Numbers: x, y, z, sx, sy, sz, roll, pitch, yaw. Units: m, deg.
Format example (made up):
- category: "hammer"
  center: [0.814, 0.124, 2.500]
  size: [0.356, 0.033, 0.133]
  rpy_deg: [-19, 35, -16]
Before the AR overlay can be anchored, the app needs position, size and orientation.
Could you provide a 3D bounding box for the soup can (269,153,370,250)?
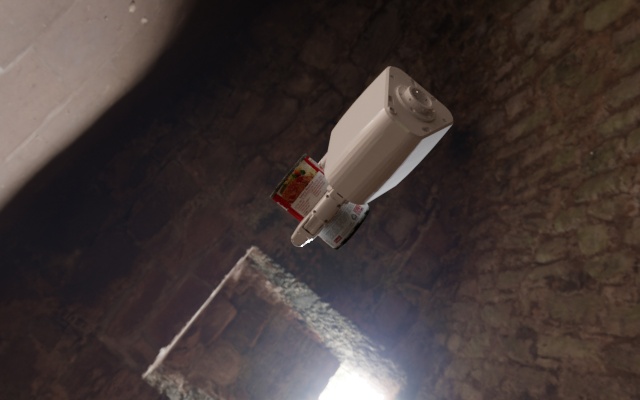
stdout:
- category: "soup can"
  center: [0.000, 0.002, 0.569]
  size: [0.102, 0.068, 0.068]
  rpy_deg: [39, -3, -3]
